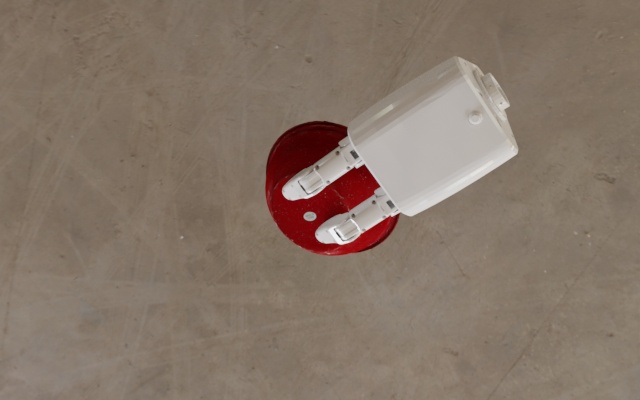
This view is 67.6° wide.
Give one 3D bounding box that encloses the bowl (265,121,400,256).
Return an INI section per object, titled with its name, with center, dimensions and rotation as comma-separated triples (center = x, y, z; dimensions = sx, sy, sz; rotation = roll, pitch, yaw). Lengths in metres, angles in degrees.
[bowl]
center = -0.001, 0.003, 0.504
dimensions = 0.162, 0.162, 0.055
rotation = 0, 28, 28
